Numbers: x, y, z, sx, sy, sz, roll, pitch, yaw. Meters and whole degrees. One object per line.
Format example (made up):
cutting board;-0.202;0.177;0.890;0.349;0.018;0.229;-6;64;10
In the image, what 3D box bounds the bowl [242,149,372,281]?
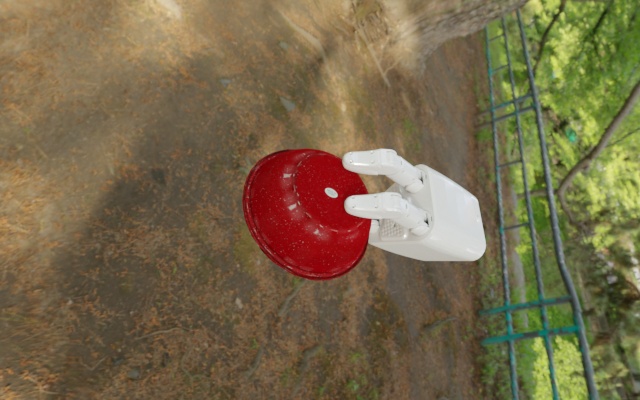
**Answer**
bowl;-0.001;0.002;0.518;0.162;0.162;0.055;0;-25;-32
